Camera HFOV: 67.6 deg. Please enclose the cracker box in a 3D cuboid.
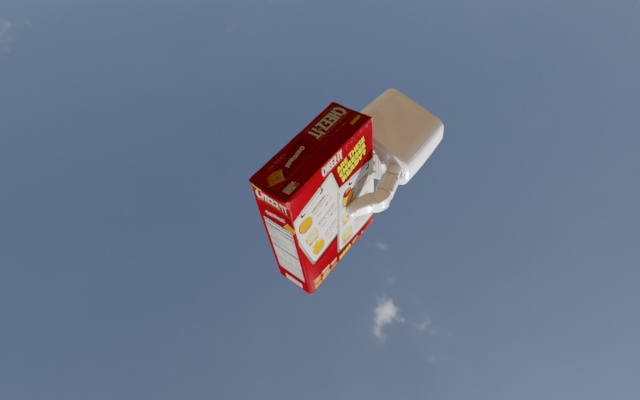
[{"bbox_3d":[0.000,0.002,0.644,0.072,0.164,0.214,28,-30,27],"label":"cracker box"}]
